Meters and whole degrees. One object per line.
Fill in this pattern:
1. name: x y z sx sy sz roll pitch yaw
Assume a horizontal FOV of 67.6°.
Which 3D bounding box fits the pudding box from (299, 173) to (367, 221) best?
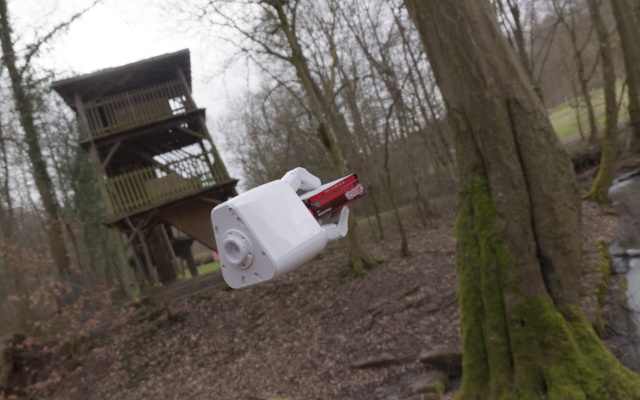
1. pudding box: 0.000 0.002 0.693 0.090 0.039 0.113 -27 5 -26
